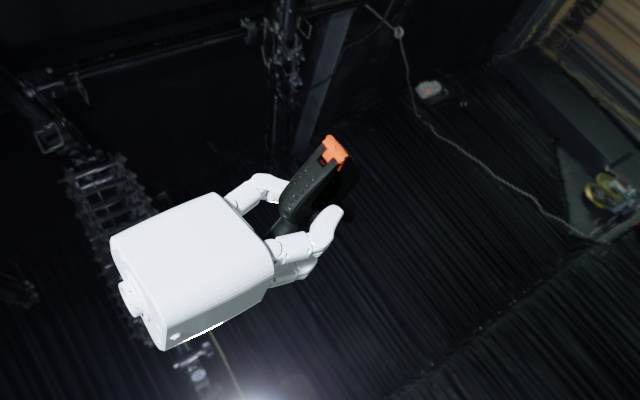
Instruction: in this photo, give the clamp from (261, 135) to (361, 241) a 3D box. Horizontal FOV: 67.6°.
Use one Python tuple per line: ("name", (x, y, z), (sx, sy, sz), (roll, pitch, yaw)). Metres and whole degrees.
("clamp", (0.000, 0.001, 0.513), (0.164, 0.036, 0.210), (-27, -21, -33))
